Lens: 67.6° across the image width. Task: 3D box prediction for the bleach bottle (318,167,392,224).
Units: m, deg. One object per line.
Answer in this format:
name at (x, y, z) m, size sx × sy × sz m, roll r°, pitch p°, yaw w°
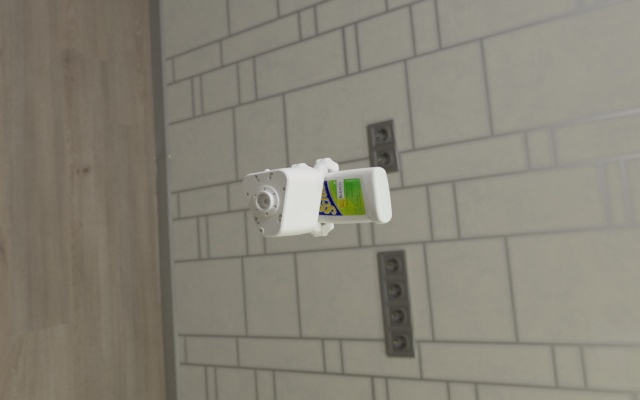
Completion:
bleach bottle at (0.000, 0.003, 0.883) m, size 0.251 × 0.102 × 0.068 m, roll -8°, pitch -1°, yaw 29°
